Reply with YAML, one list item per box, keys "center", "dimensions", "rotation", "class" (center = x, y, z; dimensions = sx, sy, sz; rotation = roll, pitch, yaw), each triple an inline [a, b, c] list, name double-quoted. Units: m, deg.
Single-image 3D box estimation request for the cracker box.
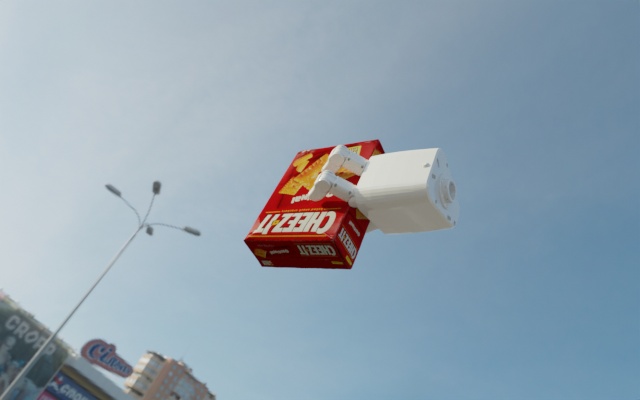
- center: [0.000, 0.002, 0.746]
  dimensions: [0.164, 0.072, 0.213]
  rotation: [-4, 42, 34]
  class: "cracker box"
